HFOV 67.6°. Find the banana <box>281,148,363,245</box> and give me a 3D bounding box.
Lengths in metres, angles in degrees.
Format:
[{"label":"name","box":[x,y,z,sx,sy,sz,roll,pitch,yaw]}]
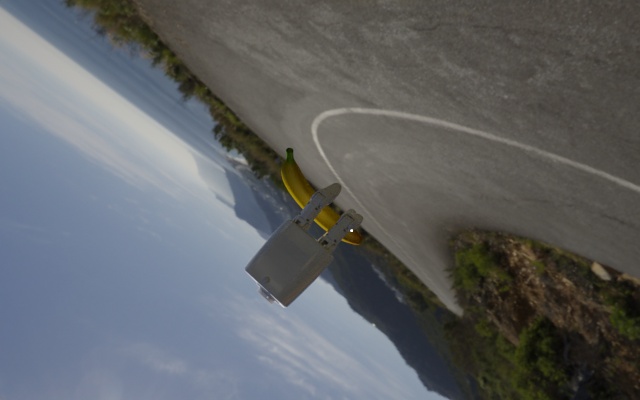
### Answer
[{"label":"banana","box":[-0.007,0.004,0.808,0.037,0.198,0.070,-41,1,-22]}]
